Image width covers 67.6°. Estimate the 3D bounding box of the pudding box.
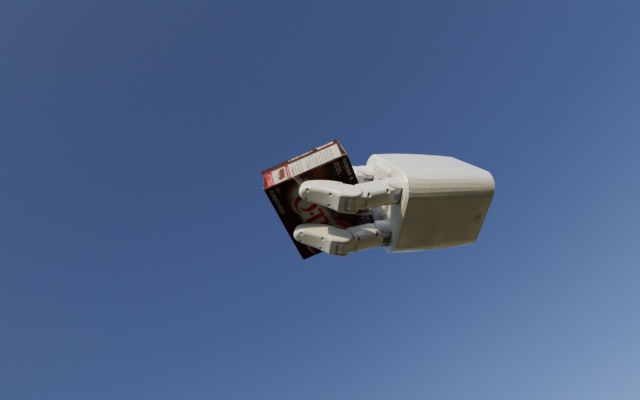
[{"bbox_3d":[0.000,0.002,0.508,0.090,0.114,0.039,-24,36,3],"label":"pudding box"}]
